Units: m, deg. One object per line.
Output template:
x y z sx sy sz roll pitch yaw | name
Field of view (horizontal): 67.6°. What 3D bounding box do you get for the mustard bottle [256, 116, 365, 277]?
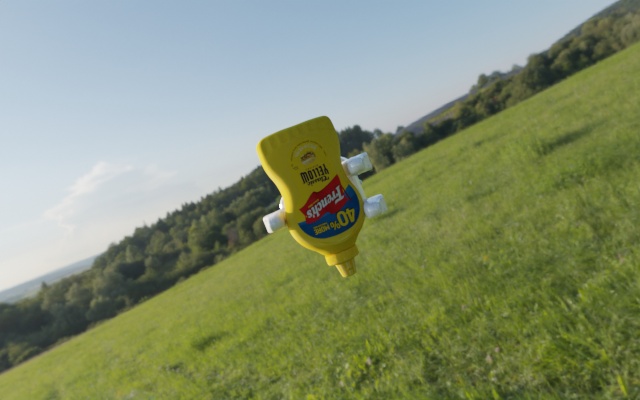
0.000 0.002 0.578 0.096 0.191 0.058 -23 3 -14 | mustard bottle
